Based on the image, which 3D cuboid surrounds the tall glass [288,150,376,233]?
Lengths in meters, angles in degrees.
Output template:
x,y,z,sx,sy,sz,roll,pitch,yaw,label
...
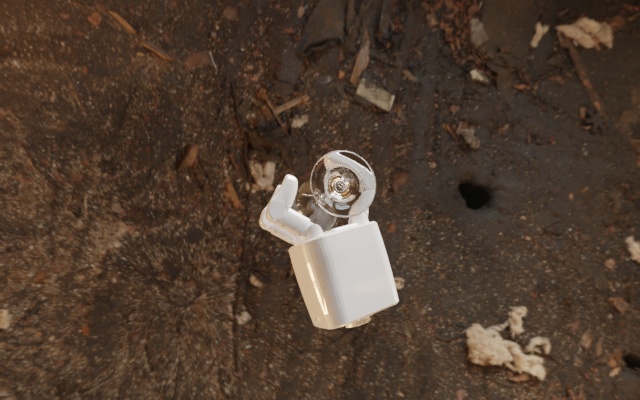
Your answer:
x,y,z,sx,sy,sz,roll,pitch,yaw,label
0.000,0.002,0.604,0.079,0.079,0.201,0,-11,-15,tall glass
